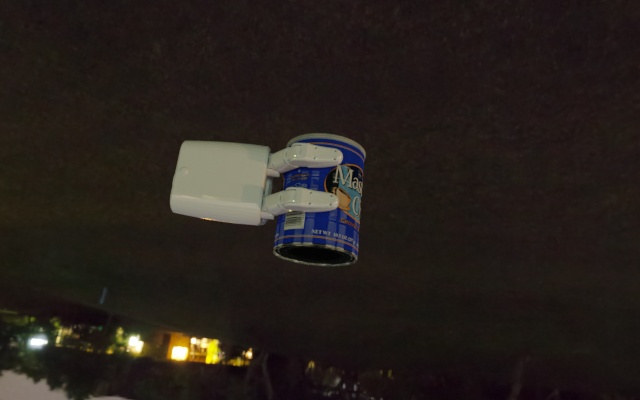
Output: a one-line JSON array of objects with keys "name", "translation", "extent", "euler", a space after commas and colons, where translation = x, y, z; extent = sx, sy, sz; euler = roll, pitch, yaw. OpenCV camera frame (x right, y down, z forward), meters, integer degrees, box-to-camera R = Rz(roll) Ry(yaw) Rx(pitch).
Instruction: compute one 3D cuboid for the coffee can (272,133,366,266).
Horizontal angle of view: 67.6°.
[{"name": "coffee can", "translation": [0.000, 0.002, 0.594], "extent": [0.103, 0.140, 0.103], "euler": [5, -19, 2]}]
